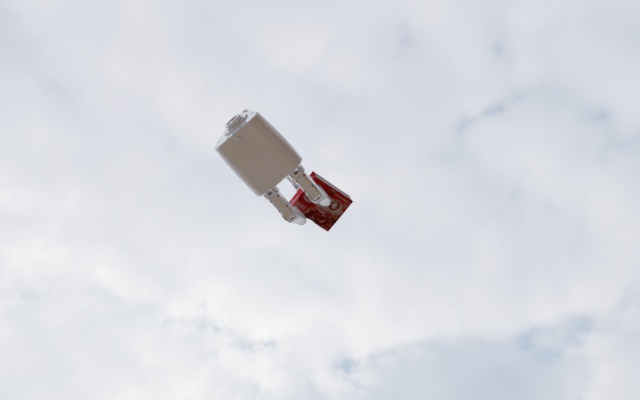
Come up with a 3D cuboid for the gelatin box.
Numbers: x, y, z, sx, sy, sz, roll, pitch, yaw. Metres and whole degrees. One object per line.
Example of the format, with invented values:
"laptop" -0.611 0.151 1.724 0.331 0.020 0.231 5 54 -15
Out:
"gelatin box" 0.000 0.003 0.835 0.089 0.073 0.030 33 15 -24
